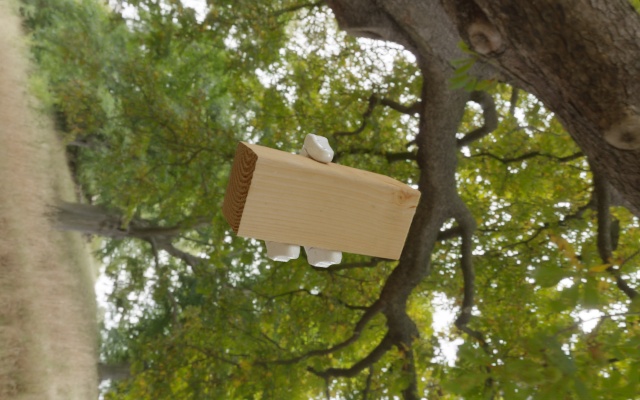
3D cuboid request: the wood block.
[{"bbox_3d":[0.000,0.001,0.568,0.206,0.091,0.090,11,12,-25],"label":"wood block"}]
